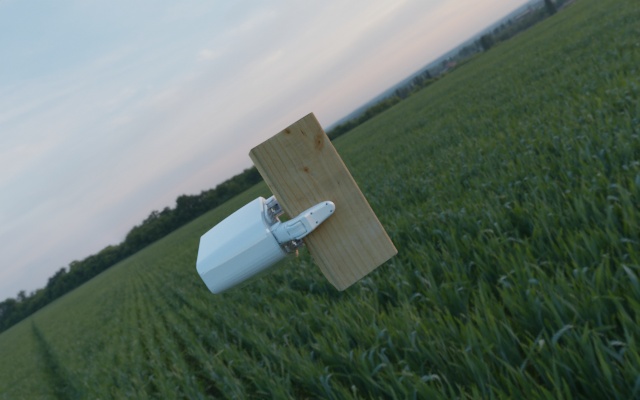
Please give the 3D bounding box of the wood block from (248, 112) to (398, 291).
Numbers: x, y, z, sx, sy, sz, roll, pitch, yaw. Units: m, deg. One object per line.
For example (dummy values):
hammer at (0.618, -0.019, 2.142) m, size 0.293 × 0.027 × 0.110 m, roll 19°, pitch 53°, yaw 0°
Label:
wood block at (0.000, 0.002, 0.622) m, size 0.090 × 0.206 × 0.091 m, roll -33°, pitch 7°, yaw -8°
